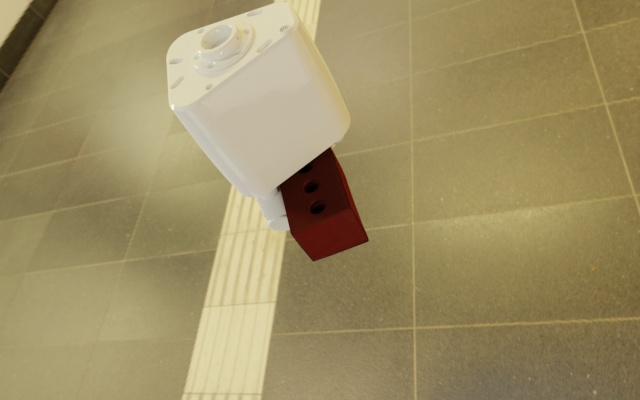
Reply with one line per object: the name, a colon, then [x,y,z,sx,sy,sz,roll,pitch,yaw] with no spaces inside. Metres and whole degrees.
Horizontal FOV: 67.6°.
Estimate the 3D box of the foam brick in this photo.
foam brick: [0.000,0.002,0.403,0.053,0.078,0.051,-23,-38,7]
